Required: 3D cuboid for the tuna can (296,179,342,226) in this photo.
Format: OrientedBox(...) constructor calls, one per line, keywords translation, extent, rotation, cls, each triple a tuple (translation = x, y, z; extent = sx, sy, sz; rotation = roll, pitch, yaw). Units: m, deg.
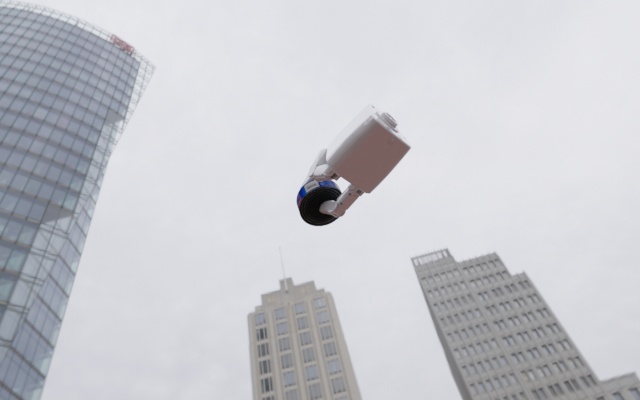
OrientedBox(translation=(0.000, 0.003, 0.860), extent=(0.086, 0.086, 0.033), rotation=(0, 34, -17), cls="tuna can")
